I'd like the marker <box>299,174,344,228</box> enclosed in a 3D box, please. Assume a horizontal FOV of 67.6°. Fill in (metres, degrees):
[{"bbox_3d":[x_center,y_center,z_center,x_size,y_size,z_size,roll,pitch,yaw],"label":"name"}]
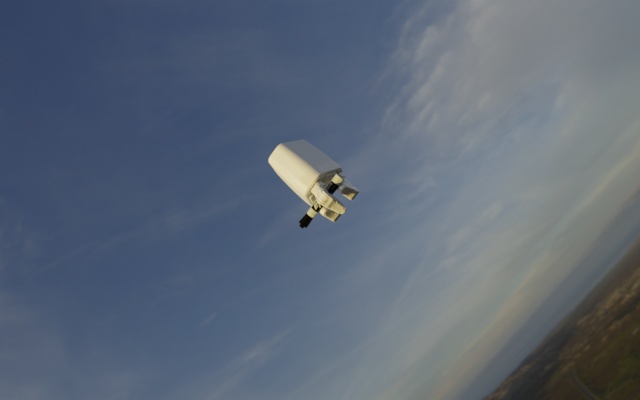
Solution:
[{"bbox_3d":[0.000,0.003,0.888,0.020,0.121,0.020,37,10,-8],"label":"marker"}]
